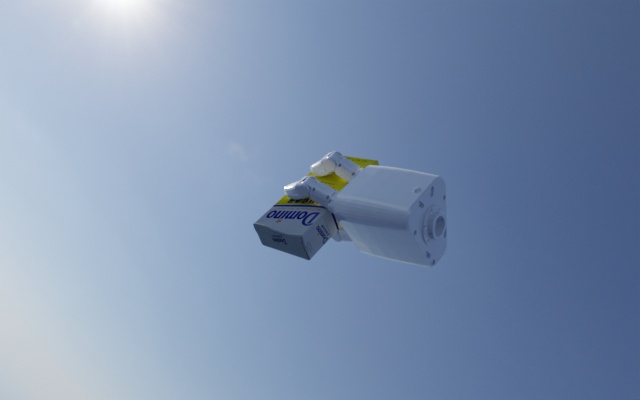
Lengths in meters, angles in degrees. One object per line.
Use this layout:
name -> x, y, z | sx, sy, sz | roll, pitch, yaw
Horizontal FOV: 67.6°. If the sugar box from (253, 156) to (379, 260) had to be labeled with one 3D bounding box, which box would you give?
sugar box -> 0.000, 0.002, 0.663 | 0.093, 0.048, 0.176 | 12, 42, 41
